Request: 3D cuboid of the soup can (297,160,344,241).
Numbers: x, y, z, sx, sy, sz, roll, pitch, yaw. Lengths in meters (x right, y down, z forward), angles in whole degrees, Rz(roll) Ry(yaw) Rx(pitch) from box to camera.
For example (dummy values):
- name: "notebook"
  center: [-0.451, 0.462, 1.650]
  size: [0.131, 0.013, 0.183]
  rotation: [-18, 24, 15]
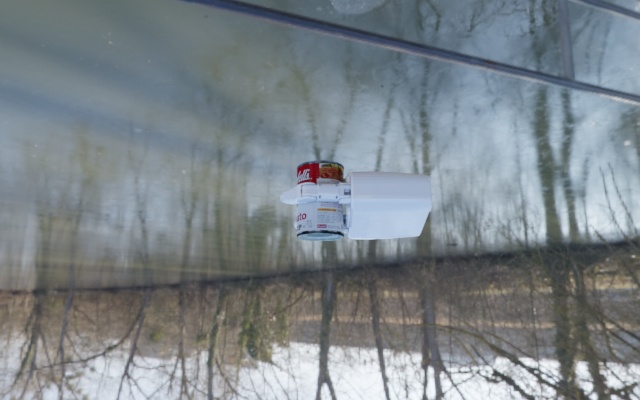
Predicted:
- name: "soup can"
  center: [0.000, 0.002, 0.673]
  size: [0.068, 0.102, 0.068]
  rotation: [0, -14, 0]
